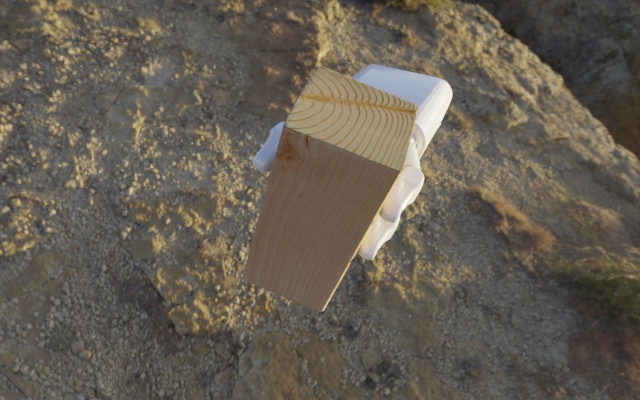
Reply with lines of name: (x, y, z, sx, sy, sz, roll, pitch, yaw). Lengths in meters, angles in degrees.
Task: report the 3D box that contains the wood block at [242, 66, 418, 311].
wood block: (0.000, 0.001, 0.431, 0.091, 0.090, 0.206, 22, -43, 0)
